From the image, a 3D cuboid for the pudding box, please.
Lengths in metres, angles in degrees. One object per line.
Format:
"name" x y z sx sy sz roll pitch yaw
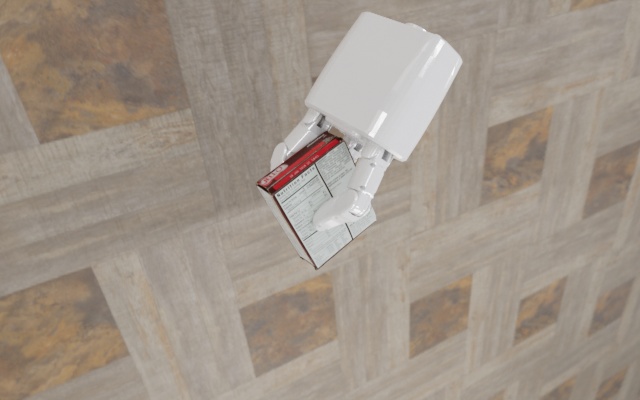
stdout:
"pudding box" 0.000 0.002 0.478 0.090 0.114 0.039 -38 36 -14
